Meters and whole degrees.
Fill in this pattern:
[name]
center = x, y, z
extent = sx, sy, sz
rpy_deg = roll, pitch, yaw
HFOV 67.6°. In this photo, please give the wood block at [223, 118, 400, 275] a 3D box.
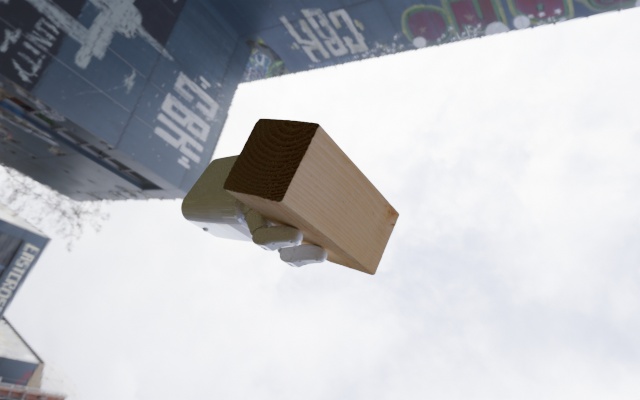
[wood block]
center = 0.000, 0.002, 0.554
extent = 0.090, 0.090, 0.206
rpy_deg = 12, -19, 38
